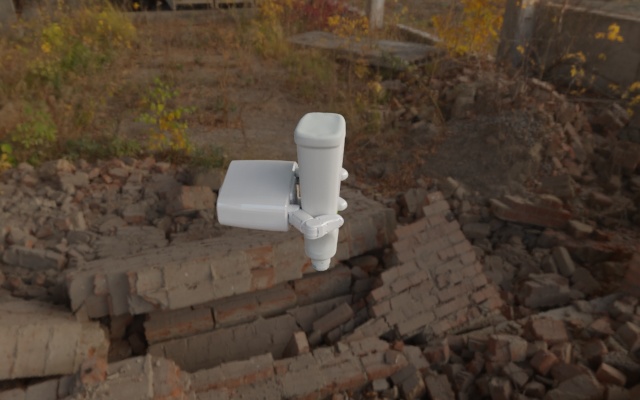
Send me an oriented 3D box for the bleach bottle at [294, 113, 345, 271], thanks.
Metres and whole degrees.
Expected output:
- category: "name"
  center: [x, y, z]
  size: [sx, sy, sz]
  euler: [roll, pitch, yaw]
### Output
- category: "bleach bottle"
  center: [0.000, 0.002, 0.719]
  size: [0.068, 0.251, 0.102]
  euler: [4, 30, 6]
